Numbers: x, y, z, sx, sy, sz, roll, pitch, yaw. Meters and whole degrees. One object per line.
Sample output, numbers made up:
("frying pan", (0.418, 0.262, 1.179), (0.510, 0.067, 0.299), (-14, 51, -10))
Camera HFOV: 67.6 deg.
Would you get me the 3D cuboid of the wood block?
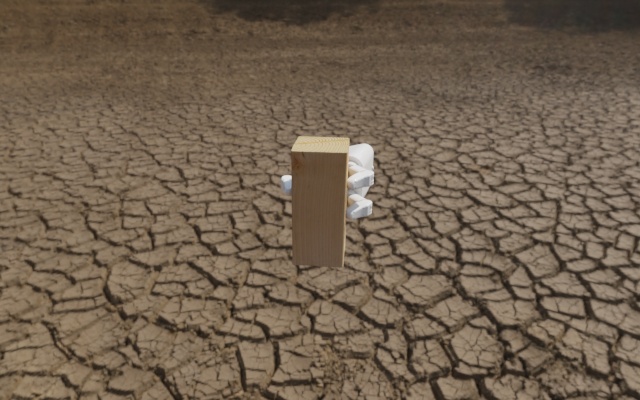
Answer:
("wood block", (0.000, 0.002, 0.820), (0.091, 0.206, 0.090), (3, 23, 5))
